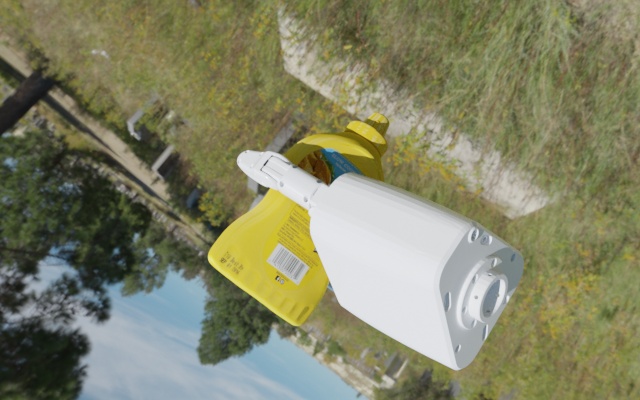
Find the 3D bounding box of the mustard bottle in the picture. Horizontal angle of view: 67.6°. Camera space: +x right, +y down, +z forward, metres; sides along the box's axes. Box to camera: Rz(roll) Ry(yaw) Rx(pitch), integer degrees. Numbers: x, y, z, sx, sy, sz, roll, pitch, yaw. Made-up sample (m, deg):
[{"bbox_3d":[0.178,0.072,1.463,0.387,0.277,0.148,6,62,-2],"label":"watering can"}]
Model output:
[{"bbox_3d":[0.000,0.001,0.405,0.096,0.191,0.058,41,-14,-19],"label":"mustard bottle"}]
